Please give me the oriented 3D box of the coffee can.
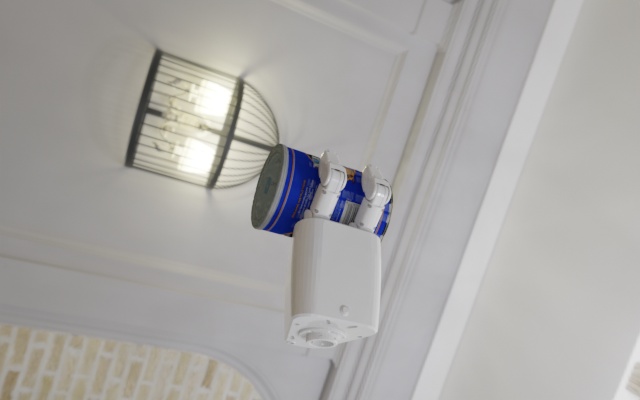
[{"bbox_3d":[0.000,0.002,0.573,0.140,0.103,0.103,17,-6,-20],"label":"coffee can"}]
